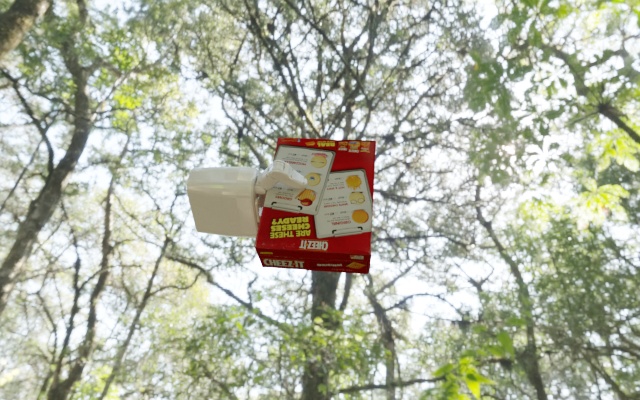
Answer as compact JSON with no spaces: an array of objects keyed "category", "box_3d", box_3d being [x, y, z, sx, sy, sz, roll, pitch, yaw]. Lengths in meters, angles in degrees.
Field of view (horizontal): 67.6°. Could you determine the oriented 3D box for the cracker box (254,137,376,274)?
[{"category":"cracker box","box_3d":[0.000,0.002,0.740,0.164,0.213,0.072,3,-36,6]}]
